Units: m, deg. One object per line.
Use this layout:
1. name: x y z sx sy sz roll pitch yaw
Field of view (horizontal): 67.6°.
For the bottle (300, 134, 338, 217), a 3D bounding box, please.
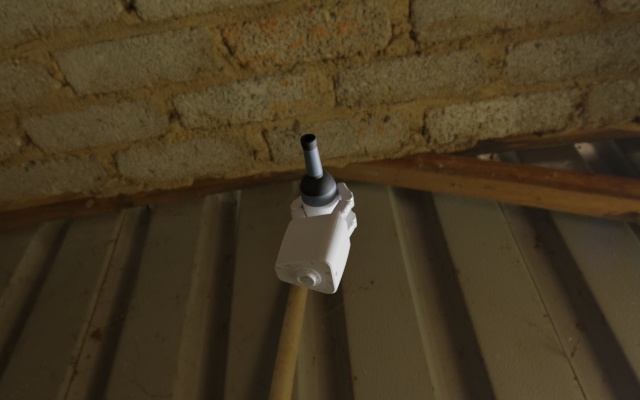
1. bottle: 0.000 0.003 0.898 0.069 0.296 0.069 -6 42 6
